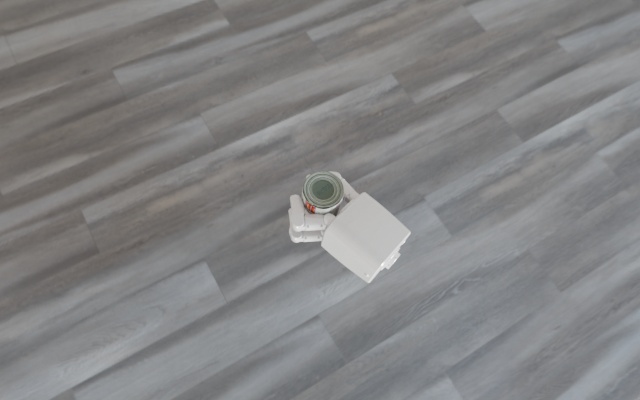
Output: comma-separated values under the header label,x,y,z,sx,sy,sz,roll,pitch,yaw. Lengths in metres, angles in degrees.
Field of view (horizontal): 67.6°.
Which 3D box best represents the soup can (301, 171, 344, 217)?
label,x,y,z,sx,sy,sz,roll,pitch,yaw
soup can,0.000,0.002,0.803,0.068,0.068,0.102,0,-24,-6
